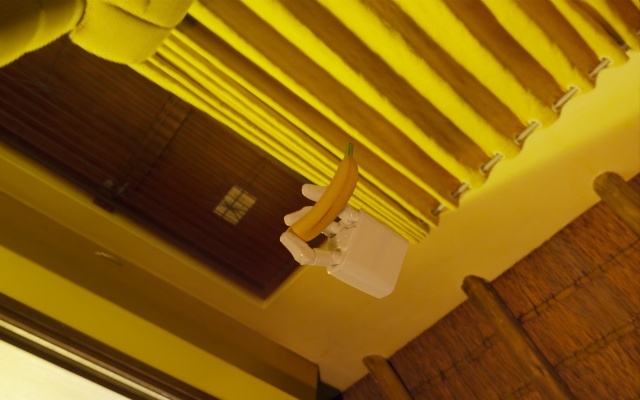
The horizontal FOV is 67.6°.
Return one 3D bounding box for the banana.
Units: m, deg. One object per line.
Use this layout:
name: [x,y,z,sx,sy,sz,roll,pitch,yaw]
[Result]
banana: [0.003,0.010,0.712,0.037,0.198,0.069,27,27,-20]
